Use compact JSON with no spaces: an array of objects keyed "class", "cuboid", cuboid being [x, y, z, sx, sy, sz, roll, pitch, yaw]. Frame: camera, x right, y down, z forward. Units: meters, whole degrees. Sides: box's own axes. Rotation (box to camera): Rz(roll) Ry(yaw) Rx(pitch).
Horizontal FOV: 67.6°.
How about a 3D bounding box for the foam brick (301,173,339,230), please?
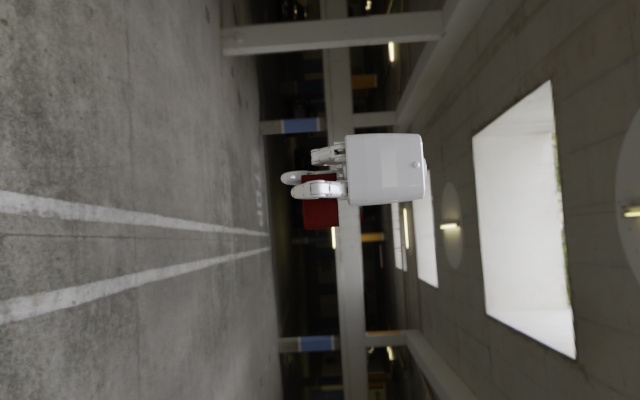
[{"class":"foam brick","cuboid":[0.000,0.003,0.691,0.051,0.078,0.053,-3,-4,0]}]
